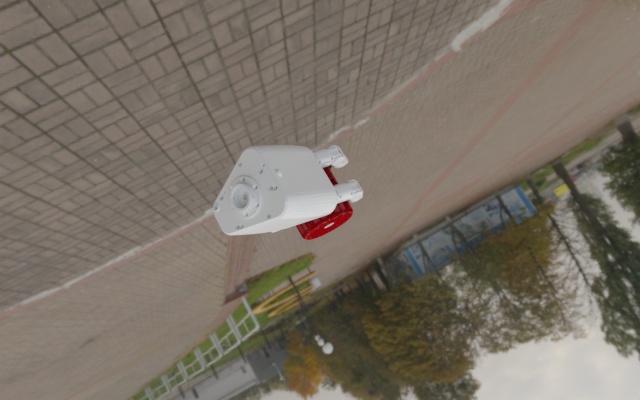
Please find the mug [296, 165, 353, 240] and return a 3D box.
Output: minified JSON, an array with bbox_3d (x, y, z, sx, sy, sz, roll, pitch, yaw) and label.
[{"bbox_3d":[0.001,0.002,0.690,0.093,0.081,0.117,-38,-16,30],"label":"mug"}]
